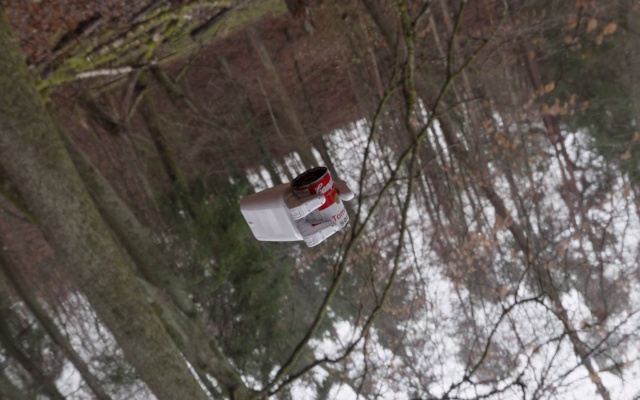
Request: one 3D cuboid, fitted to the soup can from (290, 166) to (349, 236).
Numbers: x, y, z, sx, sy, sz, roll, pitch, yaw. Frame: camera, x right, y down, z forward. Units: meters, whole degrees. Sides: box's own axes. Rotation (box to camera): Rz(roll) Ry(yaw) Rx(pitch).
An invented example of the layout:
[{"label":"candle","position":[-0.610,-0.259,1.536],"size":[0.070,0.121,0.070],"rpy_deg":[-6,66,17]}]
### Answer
[{"label":"soup can","position":[0.001,0.003,0.813],"size":[0.068,0.102,0.068],"rpy_deg":[-21,22,9]}]
